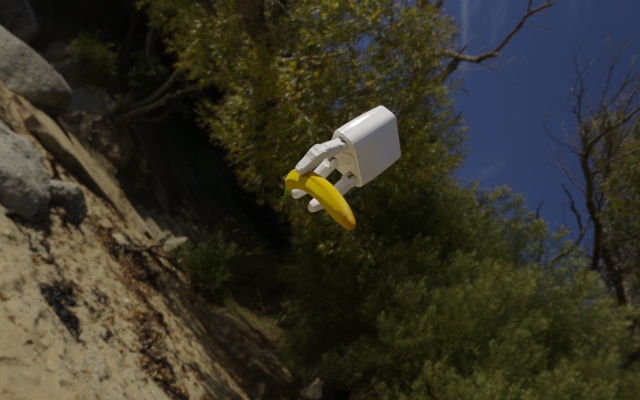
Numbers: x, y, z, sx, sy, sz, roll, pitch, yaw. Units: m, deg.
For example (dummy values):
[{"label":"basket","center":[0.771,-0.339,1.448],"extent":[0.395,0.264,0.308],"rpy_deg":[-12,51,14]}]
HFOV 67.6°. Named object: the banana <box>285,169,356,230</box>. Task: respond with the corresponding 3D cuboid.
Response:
[{"label":"banana","center":[-0.007,-0.014,0.801],"extent":[0.037,0.070,0.197],"rpy_deg":[-32,34,-22]}]
